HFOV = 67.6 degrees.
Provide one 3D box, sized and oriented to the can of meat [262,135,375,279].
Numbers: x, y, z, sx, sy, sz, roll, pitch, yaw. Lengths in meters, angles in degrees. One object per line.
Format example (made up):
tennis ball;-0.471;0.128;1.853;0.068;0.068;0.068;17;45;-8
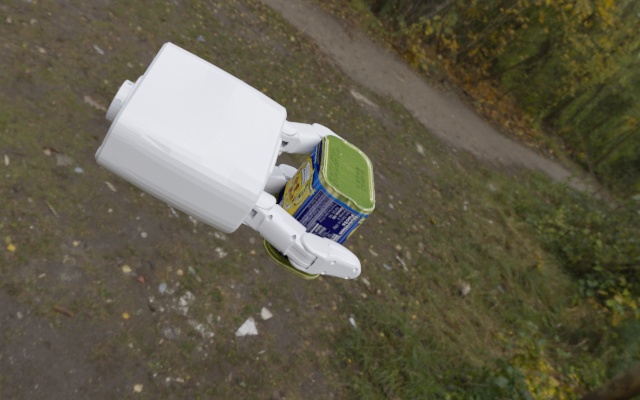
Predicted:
can of meat;0.000;0.001;0.408;0.057;0.084;0.102;31;29;-17
